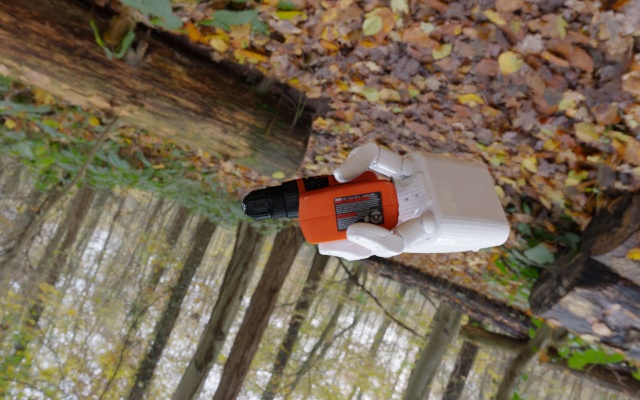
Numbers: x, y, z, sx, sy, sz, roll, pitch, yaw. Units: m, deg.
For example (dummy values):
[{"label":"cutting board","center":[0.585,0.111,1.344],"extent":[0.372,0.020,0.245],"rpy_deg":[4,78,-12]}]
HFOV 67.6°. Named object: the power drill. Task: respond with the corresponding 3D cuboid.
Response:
[{"label":"power drill","center":[0.000,0.002,0.564],"extent":[0.184,0.057,0.187],"rpy_deg":[-11,10,-8]}]
